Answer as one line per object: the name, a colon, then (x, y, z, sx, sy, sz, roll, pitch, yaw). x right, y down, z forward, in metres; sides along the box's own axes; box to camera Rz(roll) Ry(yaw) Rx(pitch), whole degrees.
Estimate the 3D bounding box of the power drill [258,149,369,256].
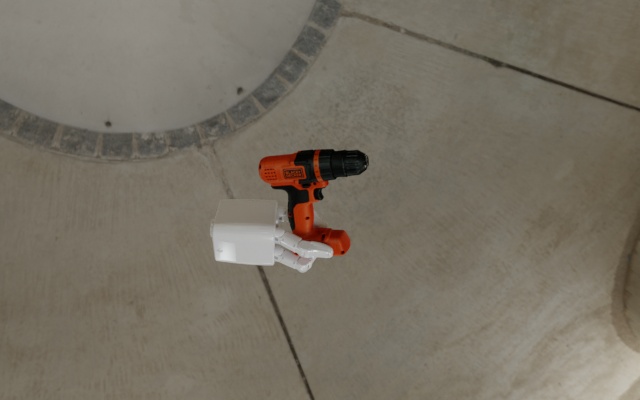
power drill: (0.000, 0.003, 0.806, 0.184, 0.188, 0.057, -2, 26, 19)
